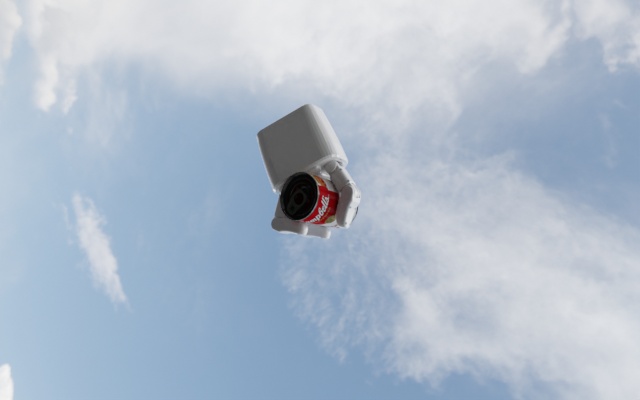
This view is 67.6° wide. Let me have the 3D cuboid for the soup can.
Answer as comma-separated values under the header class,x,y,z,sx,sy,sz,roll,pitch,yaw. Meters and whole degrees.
class,x,y,z,sx,sy,sz,roll,pitch,yaw
soup can,0.001,0.003,0.690,0.068,0.068,0.102,0,-9,38
